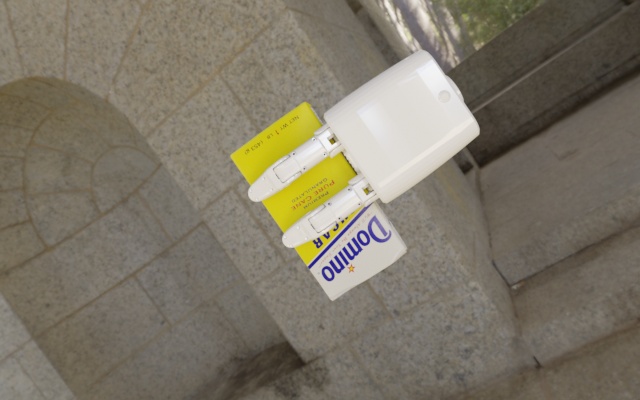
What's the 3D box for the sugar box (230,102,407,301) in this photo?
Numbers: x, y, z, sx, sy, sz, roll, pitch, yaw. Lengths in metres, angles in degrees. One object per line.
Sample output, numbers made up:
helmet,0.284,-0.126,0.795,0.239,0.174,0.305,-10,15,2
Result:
sugar box,0.000,0.001,0.475,0.093,0.176,0.048,-35,2,8
